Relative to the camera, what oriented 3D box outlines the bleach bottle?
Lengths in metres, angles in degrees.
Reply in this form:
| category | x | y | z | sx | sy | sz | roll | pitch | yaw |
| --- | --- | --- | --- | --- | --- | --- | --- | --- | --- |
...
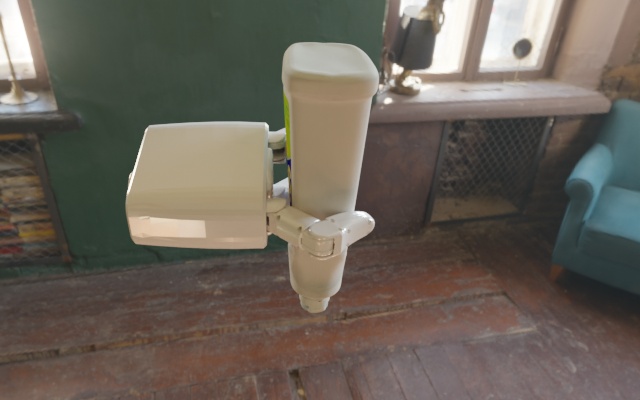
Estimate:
| category | x | y | z | sx | sy | sz | roll | pitch | yaw |
| --- | --- | --- | --- | --- | --- | --- | --- | --- | --- |
| bleach bottle | 0.000 | 0.001 | 0.415 | 0.068 | 0.251 | 0.102 | 0 | 31 | -5 |
